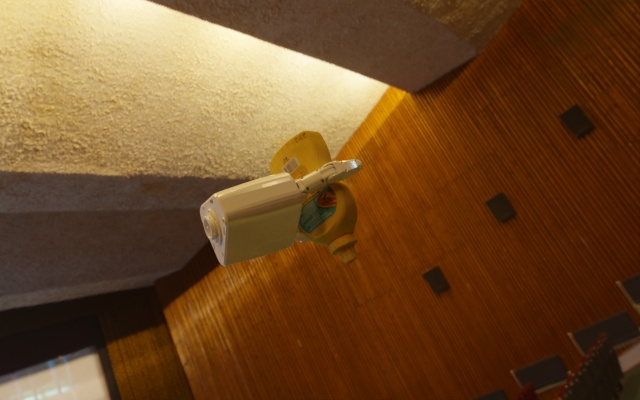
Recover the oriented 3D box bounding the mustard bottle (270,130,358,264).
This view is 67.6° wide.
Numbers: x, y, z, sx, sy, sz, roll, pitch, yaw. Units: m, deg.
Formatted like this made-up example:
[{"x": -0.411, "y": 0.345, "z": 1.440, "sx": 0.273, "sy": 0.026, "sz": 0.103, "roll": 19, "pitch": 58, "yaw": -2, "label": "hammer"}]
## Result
[{"x": 0.000, "y": 0.002, "z": 0.677, "sx": 0.096, "sy": 0.191, "sz": 0.058, "roll": -40, "pitch": -22, "yaw": 33, "label": "mustard bottle"}]
